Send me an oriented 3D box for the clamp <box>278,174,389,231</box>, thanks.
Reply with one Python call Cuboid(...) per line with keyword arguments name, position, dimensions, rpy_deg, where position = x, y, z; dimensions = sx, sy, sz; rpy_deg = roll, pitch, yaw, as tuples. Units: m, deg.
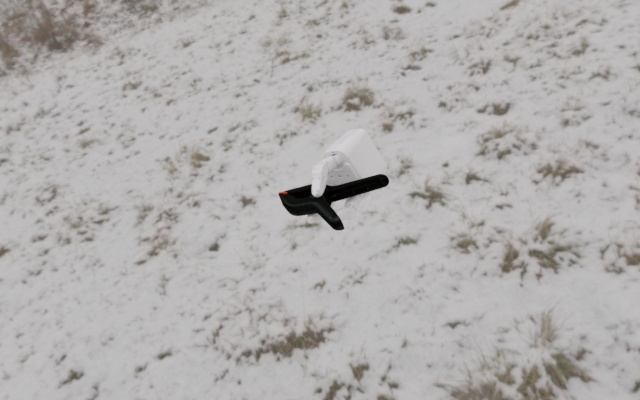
Cuboid(name="clamp", position=(0.000, 0.002, 0.858), dimensions=(0.210, 0.036, 0.164), rpy_deg=(-2, 28, 34))
